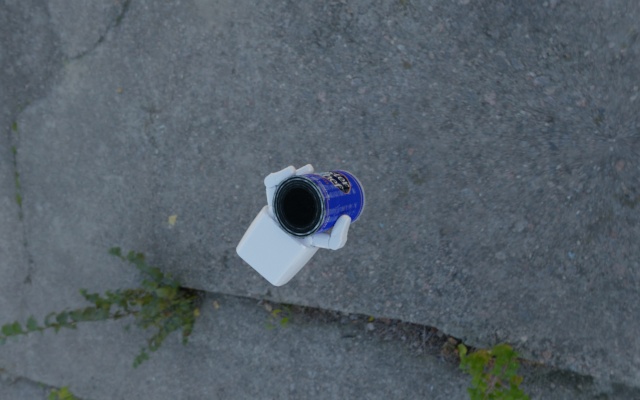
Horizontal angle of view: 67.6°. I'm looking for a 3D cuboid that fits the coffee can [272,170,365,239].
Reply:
[{"bbox_3d":[0.000,0.003,0.815,0.103,0.103,0.140,0,6,32],"label":"coffee can"}]
